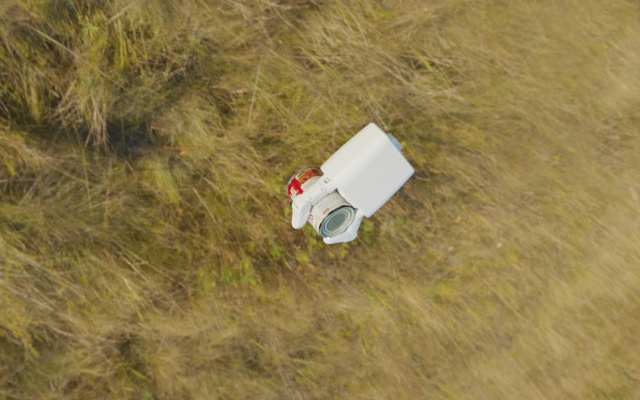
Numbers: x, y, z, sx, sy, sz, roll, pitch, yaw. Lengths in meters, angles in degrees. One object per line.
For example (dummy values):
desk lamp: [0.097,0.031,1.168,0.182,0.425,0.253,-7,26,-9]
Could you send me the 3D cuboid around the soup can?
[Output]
soup can: [0.000,0.003,0.762,0.068,0.068,0.102,0,40,-44]
